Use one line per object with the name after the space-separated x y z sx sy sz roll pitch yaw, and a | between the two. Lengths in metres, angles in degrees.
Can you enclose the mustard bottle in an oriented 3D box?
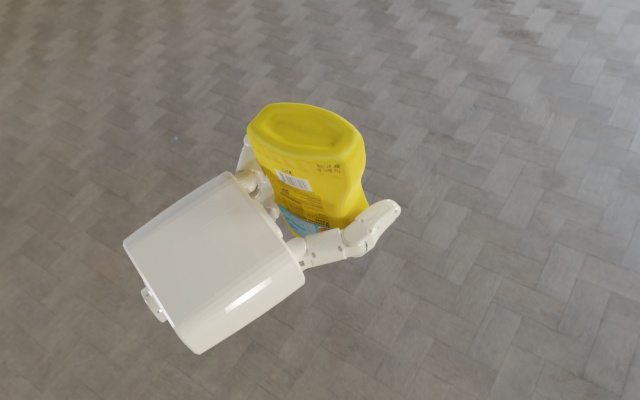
0.000 0.001 0.443 0.096 0.058 0.192 20 -31 24 | mustard bottle
